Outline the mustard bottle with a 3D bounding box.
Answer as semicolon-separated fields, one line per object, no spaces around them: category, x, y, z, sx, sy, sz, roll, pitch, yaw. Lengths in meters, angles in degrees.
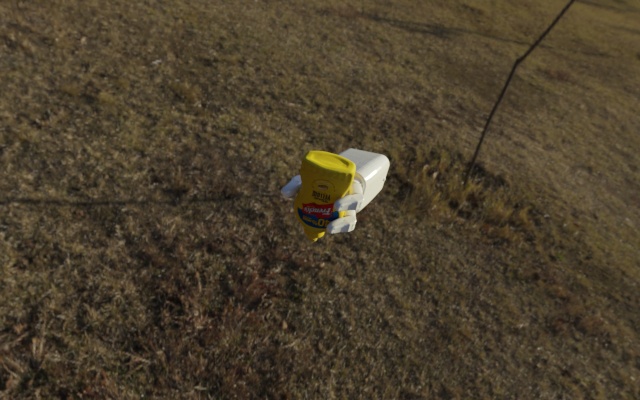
mustard bottle;0.000;0.003;0.896;0.096;0.192;0.058;14;38;2
